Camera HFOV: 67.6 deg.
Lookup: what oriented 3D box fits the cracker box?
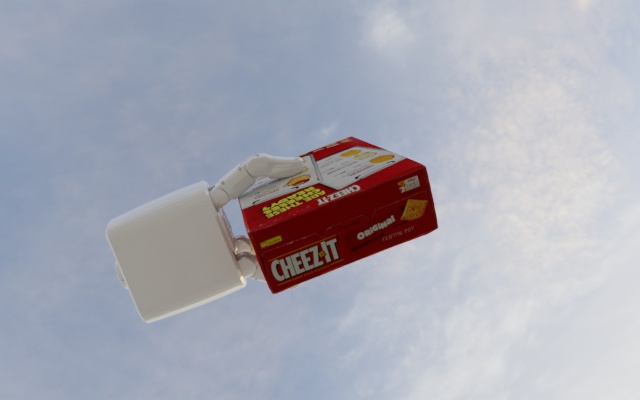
[{"bbox_3d":[0.000,0.001,0.506,0.164,0.072,0.213,-21,18,-8],"label":"cracker box"}]
